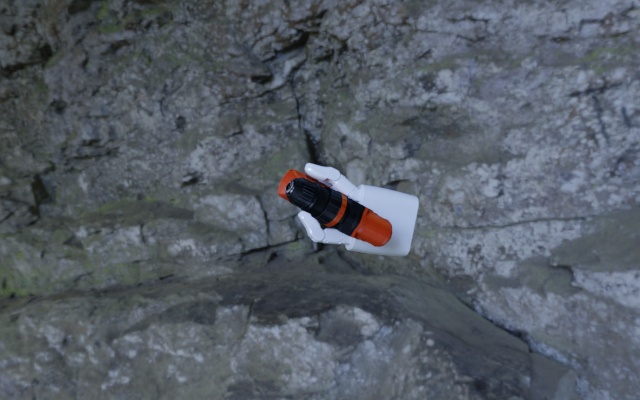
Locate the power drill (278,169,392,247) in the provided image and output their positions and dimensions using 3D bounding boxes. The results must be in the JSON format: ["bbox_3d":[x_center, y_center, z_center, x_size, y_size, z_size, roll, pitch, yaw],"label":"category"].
[{"bbox_3d":[0.000,0.002,0.744,0.184,0.057,0.187,29,2,-28],"label":"power drill"}]
